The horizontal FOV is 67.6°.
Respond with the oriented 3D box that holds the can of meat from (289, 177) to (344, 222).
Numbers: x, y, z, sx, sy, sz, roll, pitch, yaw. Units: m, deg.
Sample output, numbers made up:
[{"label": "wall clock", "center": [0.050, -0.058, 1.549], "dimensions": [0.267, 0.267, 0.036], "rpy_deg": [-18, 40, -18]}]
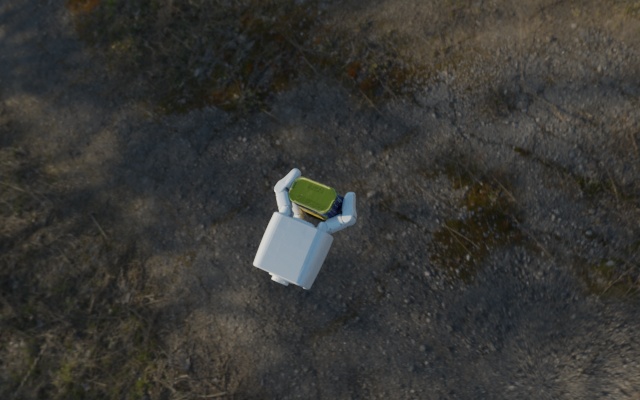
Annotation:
[{"label": "can of meat", "center": [0.000, 0.003, 0.893], "dimensions": [0.102, 0.057, 0.084], "rpy_deg": [21, -9, 30]}]
